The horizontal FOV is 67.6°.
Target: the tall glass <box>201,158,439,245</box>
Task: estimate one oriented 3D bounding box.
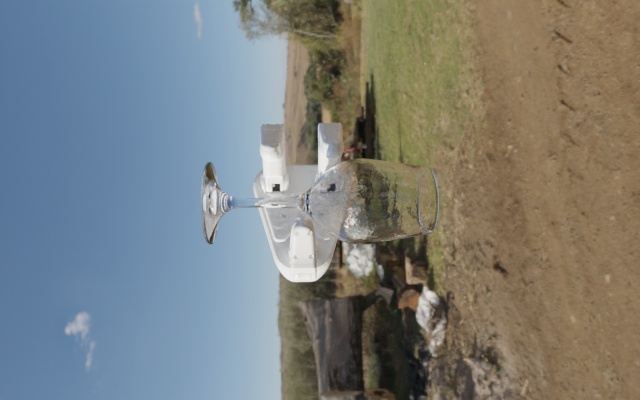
[{"bbox_3d":[-0.001,0.001,0.432,0.201,0.079,0.079,-1,0,-2],"label":"tall glass"}]
